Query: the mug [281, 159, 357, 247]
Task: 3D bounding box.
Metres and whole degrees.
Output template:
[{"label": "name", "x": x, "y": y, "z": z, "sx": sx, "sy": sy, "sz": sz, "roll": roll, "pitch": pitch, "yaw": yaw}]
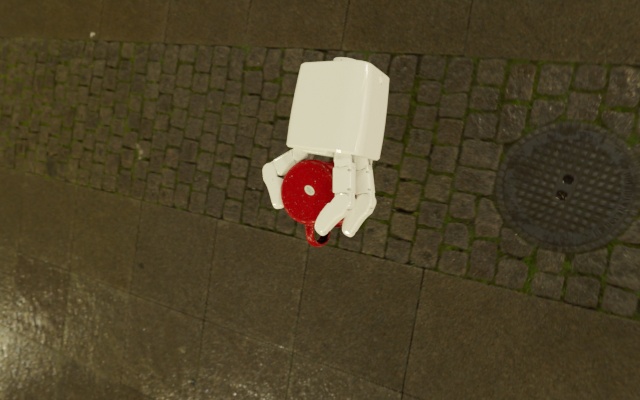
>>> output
[{"label": "mug", "x": 0.000, "y": 0.003, "z": 0.622, "sx": 0.093, "sy": 0.117, "sz": 0.081, "roll": 10, "pitch": 3, "yaw": 27}]
